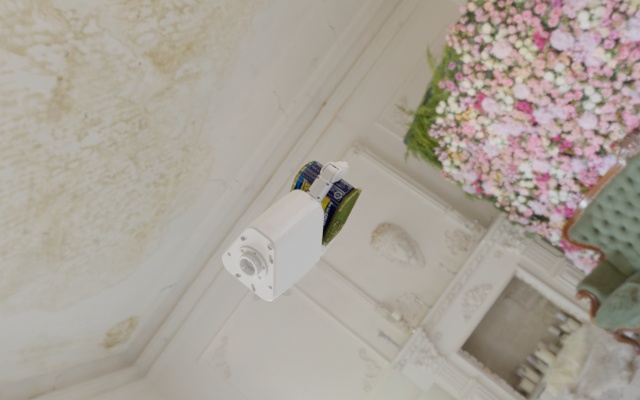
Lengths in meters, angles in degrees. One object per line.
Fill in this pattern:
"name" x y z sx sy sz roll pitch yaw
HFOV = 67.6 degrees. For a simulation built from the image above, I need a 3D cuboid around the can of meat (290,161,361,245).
"can of meat" 0.000 0.002 0.706 0.084 0.102 0.057 36 44 14
